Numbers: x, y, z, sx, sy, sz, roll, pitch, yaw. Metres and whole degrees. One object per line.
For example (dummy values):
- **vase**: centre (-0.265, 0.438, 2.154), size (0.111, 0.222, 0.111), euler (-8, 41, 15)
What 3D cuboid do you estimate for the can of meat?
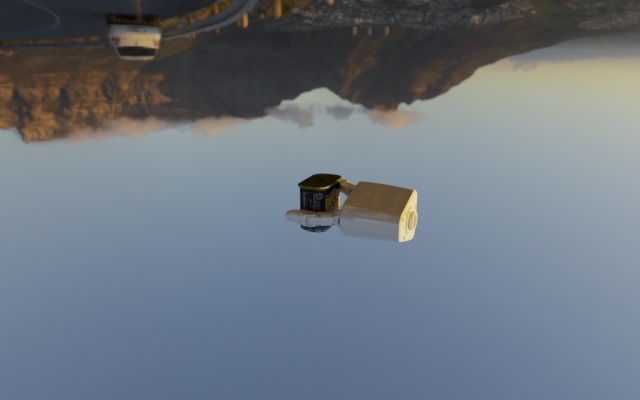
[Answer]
- **can of meat**: centre (0.000, 0.003, 0.870), size (0.057, 0.084, 0.102), euler (6, 18, 20)
